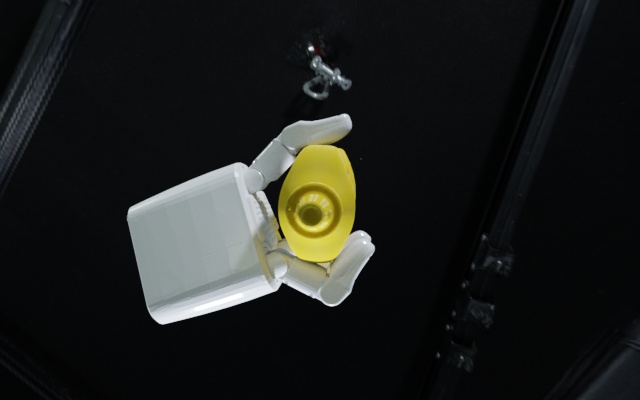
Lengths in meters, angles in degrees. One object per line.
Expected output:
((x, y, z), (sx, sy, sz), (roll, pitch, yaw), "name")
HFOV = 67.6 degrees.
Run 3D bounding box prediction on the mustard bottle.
((0.000, 0.001, 0.406), (0.058, 0.096, 0.191), (5, 5, 4), "mustard bottle")
